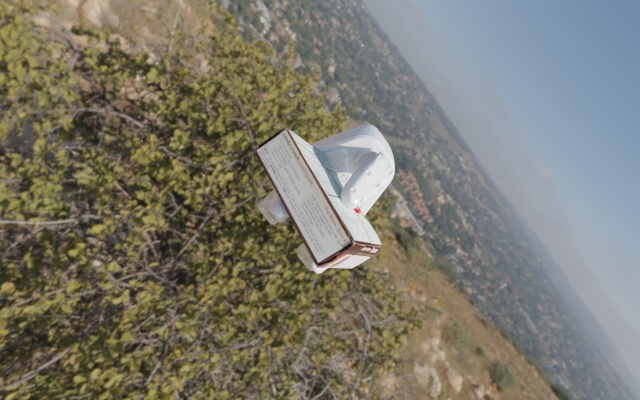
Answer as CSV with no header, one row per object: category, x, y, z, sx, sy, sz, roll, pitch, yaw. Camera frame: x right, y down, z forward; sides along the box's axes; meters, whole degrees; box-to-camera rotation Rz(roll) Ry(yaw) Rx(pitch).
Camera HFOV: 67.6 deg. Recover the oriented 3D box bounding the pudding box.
pudding box,0.000,0.001,0.403,0.039,0.113,0.090,-36,-18,13
